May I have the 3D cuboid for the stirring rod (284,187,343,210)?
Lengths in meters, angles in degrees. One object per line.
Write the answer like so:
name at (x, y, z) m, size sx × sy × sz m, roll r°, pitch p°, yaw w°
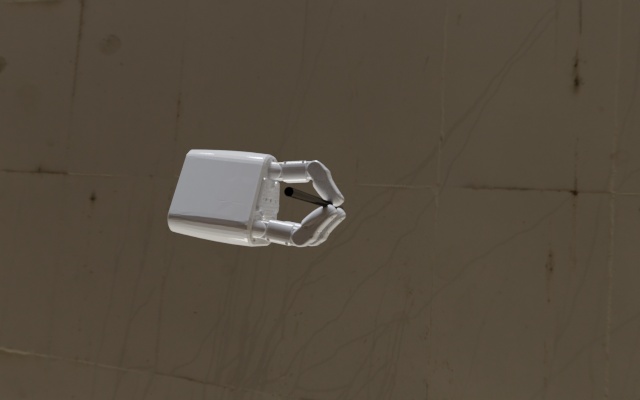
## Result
stirring rod at (0.000, 0.002, 0.507) m, size 0.011 × 0.011 × 0.239 m, roll 0°, pitch -4°, yaw 12°
